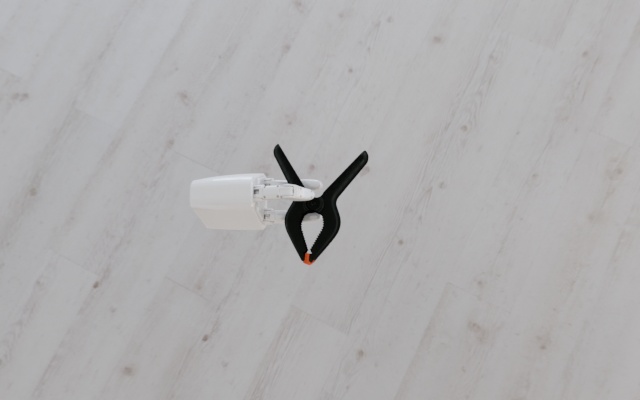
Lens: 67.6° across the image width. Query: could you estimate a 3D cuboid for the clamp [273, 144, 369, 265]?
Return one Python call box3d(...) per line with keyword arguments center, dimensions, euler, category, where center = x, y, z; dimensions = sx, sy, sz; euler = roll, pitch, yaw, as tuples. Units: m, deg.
box3d(center=(0.000, 0.003, 0.804), dimensions=(0.164, 0.210, 0.036), euler=(-2, -11, 8), category="clamp")
